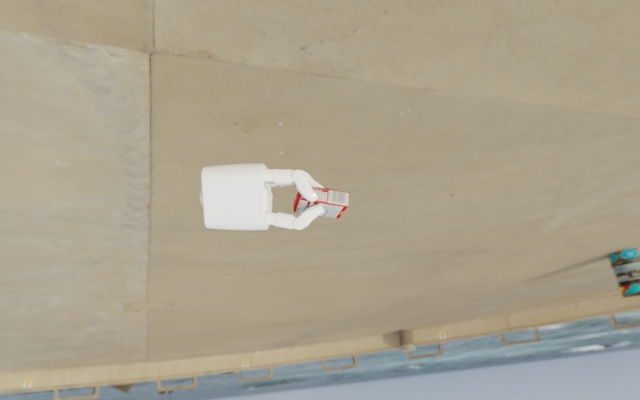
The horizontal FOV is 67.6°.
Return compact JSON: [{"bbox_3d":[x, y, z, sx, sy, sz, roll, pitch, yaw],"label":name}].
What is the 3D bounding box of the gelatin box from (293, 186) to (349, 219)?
[{"bbox_3d":[0.000,0.003,0.848,0.089,0.030,0.073,9,-21,-7],"label":"gelatin box"}]
